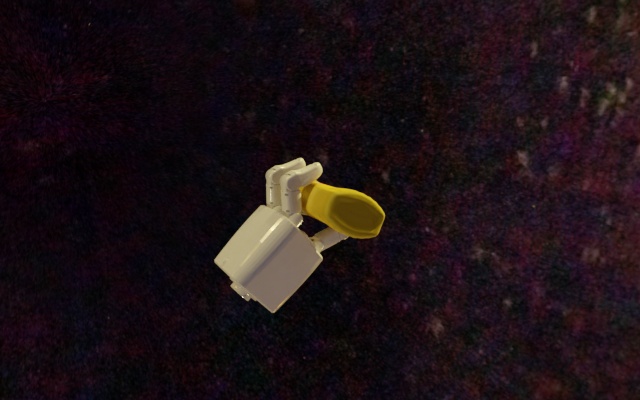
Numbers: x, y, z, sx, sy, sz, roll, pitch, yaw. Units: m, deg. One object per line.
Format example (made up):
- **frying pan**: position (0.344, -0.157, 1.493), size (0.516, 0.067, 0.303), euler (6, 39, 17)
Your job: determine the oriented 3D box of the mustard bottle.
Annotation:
- **mustard bottle**: position (0.000, 0.002, 0.684), size (0.096, 0.058, 0.191), euler (20, 0, -31)
